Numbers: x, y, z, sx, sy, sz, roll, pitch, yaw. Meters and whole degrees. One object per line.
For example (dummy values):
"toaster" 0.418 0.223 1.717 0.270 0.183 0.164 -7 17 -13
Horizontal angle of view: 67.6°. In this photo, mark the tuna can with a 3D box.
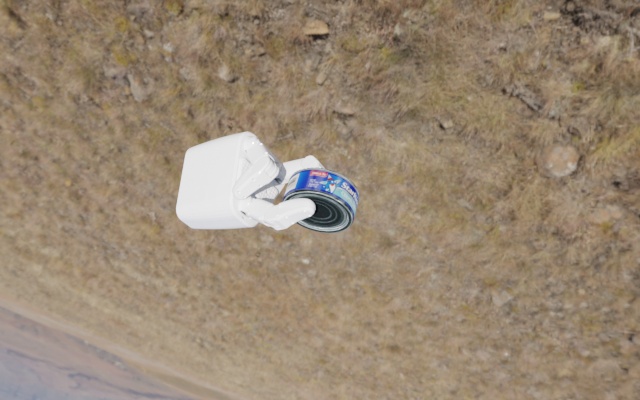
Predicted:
"tuna can" 0.000 0.002 0.552 0.086 0.033 0.086 11 -34 8
